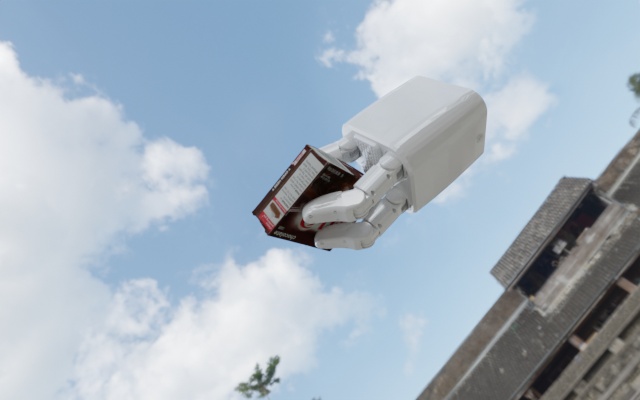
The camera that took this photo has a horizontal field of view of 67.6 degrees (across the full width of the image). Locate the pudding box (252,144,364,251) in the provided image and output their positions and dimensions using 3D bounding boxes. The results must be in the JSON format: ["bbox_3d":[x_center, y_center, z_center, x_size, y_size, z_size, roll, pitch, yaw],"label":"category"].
[{"bbox_3d":[0.000,0.001,0.479,0.113,0.090,0.039,23,20,-52],"label":"pudding box"}]
